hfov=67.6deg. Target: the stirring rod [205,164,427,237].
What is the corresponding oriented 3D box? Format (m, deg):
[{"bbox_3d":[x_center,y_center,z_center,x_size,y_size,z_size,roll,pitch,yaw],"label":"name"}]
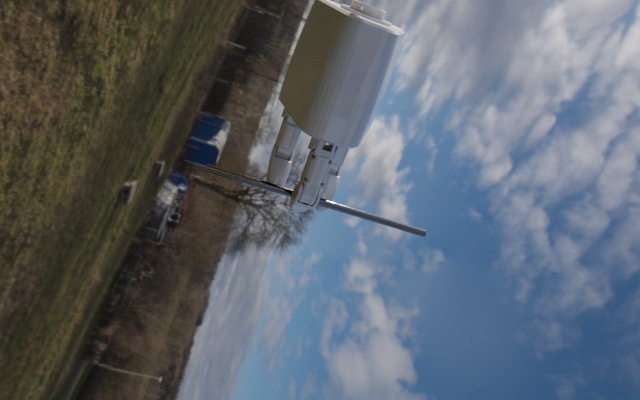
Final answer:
[{"bbox_3d":[0.000,0.002,0.495,0.239,0.011,0.011,17,-3,-11],"label":"stirring rod"}]
